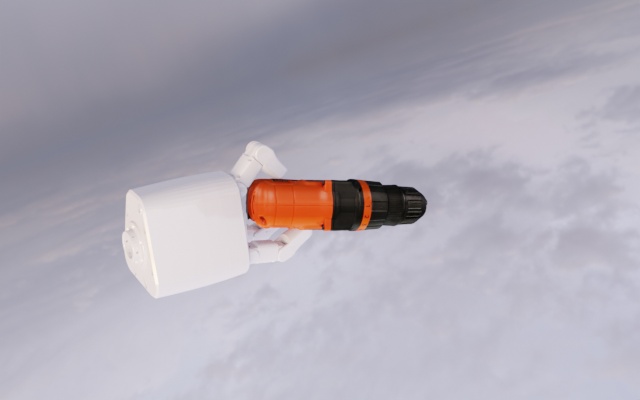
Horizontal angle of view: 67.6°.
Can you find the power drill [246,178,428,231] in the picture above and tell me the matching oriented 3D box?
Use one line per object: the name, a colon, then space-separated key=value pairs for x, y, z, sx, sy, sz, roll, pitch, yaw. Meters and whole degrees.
power drill: x=0.000 y=0.002 z=0.539 sx=0.184 sy=0.057 sz=0.187 roll=2 pitch=-1 yaw=-20
